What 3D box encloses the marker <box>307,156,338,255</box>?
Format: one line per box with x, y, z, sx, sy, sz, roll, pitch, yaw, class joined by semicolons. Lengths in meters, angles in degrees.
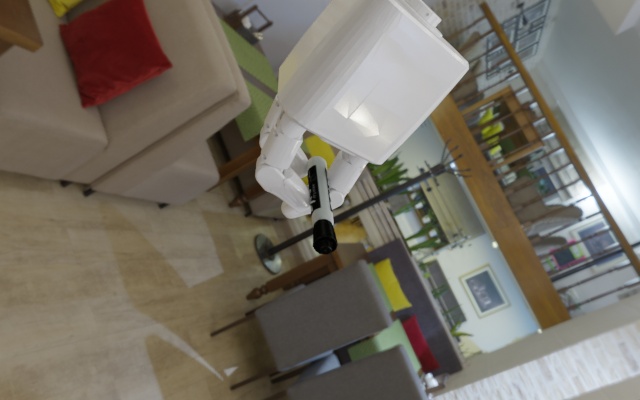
0.000;0.001;0.401;0.020;0.020;0.121;0;36;-4;marker
